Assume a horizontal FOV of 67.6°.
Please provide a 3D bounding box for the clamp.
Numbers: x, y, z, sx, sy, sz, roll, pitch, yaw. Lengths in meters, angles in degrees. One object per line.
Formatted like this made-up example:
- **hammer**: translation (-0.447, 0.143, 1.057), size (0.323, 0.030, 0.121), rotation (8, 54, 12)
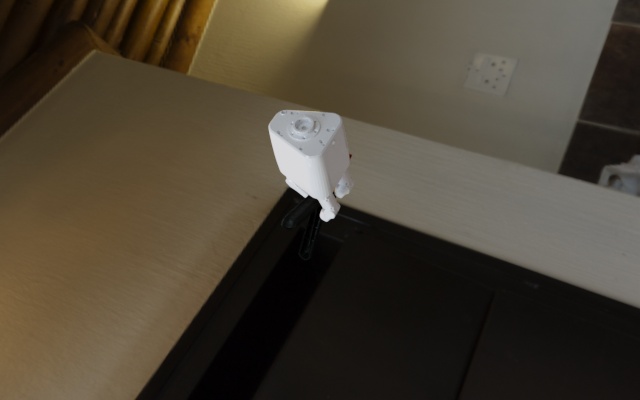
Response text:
- **clamp**: translation (0.000, 0.002, 0.872), size (0.036, 0.210, 0.165), rotation (22, -26, 18)
